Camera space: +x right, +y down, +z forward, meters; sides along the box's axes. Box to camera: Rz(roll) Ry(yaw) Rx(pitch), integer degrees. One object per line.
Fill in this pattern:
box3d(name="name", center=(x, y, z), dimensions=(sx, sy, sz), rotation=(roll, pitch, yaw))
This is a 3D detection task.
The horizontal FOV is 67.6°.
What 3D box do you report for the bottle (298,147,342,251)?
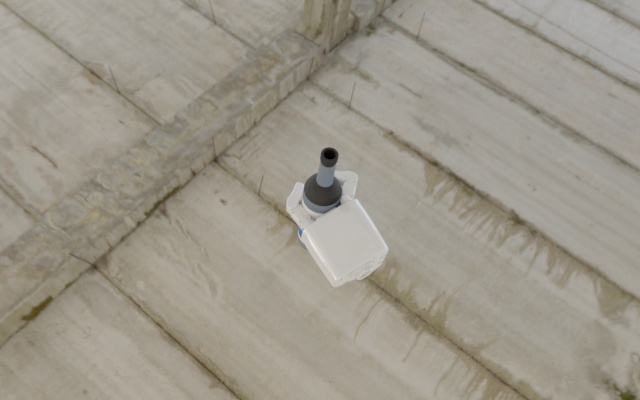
box3d(name="bottle", center=(0.000, 0.003, 0.844), dimensions=(0.069, 0.069, 0.296), rotation=(0, -29, -6))
